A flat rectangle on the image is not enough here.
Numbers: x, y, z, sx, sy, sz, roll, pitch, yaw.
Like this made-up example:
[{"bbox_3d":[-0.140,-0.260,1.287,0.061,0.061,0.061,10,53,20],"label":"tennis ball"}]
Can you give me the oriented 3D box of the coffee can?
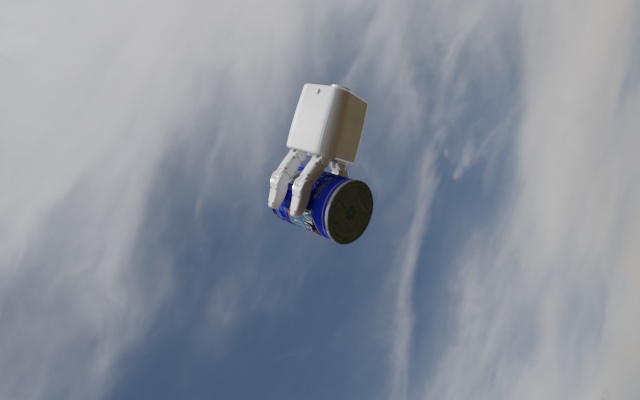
[{"bbox_3d":[0.000,0.003,0.779,0.103,0.103,0.140,0,14,-45],"label":"coffee can"}]
